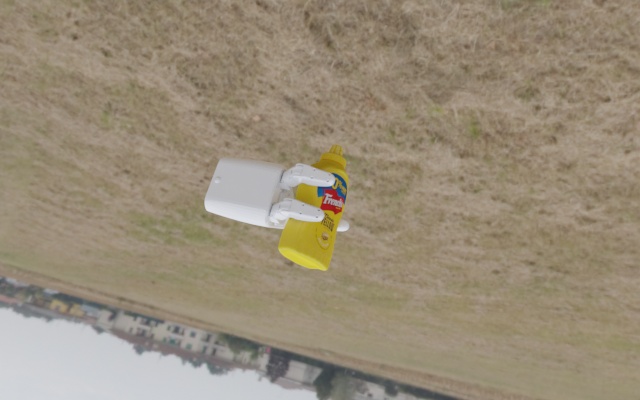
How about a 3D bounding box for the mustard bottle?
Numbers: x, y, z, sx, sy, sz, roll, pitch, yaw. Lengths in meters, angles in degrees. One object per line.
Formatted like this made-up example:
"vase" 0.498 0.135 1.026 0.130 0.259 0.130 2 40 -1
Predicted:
"mustard bottle" 0.000 0.003 0.724 0.058 0.191 0.096 2 -23 37
